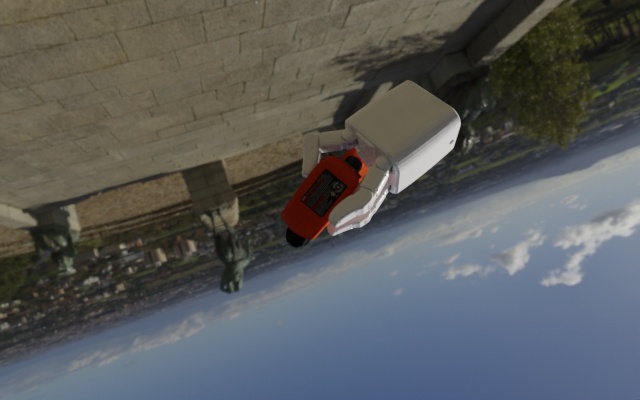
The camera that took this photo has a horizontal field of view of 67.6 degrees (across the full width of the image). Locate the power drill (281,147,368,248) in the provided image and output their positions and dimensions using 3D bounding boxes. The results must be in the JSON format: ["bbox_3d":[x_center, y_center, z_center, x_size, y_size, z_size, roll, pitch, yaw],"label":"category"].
[{"bbox_3d":[0.000,0.002,0.668,0.057,0.184,0.187,37,8,2],"label":"power drill"}]
